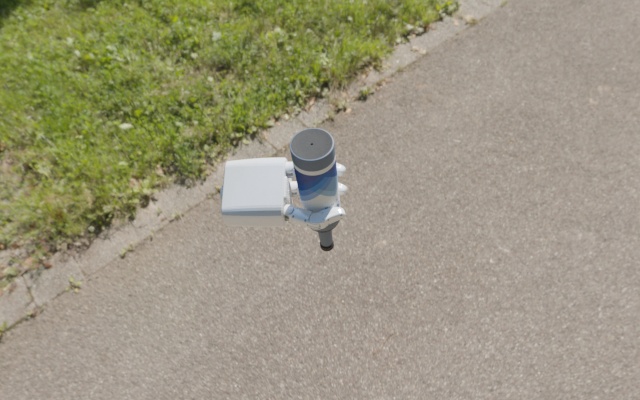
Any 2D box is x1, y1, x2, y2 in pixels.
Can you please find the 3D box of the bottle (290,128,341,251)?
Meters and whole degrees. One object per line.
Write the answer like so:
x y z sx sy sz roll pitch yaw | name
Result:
0.000 0.003 0.822 0.069 0.069 0.296 0 -36 6 | bottle
